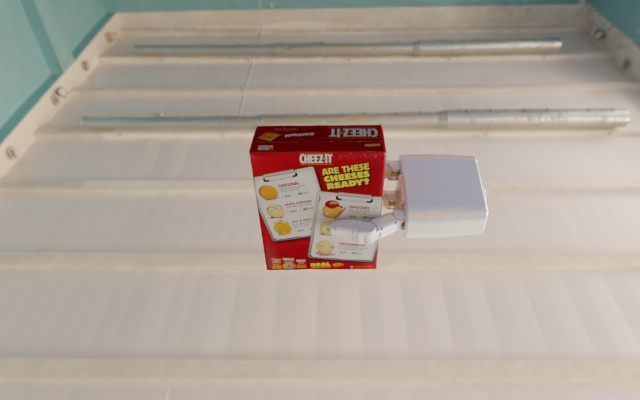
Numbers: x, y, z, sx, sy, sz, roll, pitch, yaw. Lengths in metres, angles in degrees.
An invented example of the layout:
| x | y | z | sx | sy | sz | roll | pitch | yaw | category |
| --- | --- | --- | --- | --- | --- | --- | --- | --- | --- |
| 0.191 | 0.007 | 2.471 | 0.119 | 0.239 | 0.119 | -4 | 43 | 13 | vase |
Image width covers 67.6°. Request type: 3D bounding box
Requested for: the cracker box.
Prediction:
| x | y | z | sx | sy | sz | roll | pitch | yaw | category |
| --- | --- | --- | --- | --- | --- | --- | --- | --- | --- |
| 0.000 | 0.002 | 0.652 | 0.164 | 0.214 | 0.072 | 0 | 41 | 2 | cracker box |
